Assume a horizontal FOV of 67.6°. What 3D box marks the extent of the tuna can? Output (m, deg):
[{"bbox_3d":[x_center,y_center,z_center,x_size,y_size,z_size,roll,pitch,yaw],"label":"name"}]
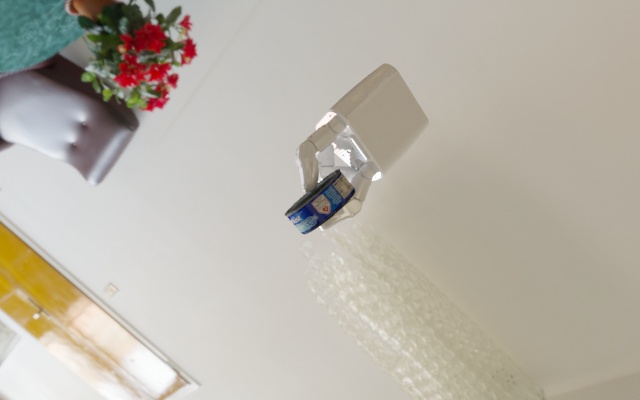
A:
[{"bbox_3d":[0.000,0.002,0.573,0.086,0.034,0.086,-39,7,6],"label":"tuna can"}]
